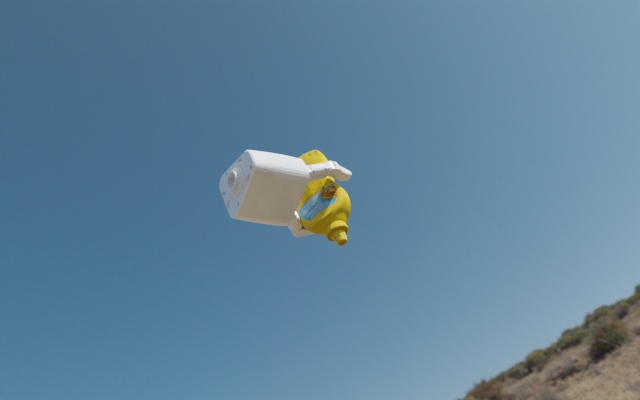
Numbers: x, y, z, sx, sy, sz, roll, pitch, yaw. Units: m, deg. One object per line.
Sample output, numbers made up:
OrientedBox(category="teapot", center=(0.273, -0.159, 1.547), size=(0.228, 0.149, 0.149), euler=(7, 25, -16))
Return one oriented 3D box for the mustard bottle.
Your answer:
OrientedBox(category="mustard bottle", center=(0.000, 0.003, 0.851), size=(0.096, 0.191, 0.058), euler=(-36, -37, 11))
